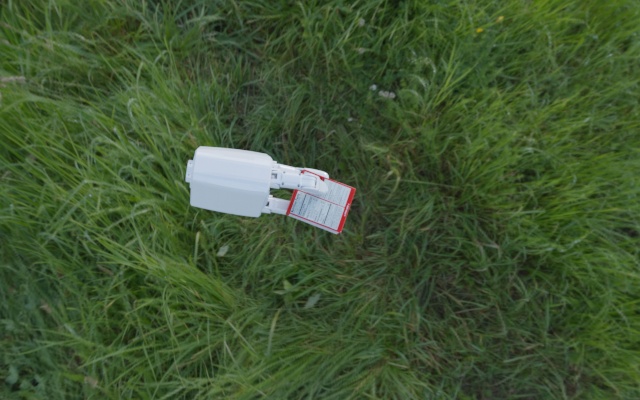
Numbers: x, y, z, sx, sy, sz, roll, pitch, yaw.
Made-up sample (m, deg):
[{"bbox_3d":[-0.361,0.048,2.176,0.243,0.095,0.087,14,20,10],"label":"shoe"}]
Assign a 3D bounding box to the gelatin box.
[{"bbox_3d":[0.001,0.002,0.731,0.089,0.073,0.030,20,-12,-6],"label":"gelatin box"}]
